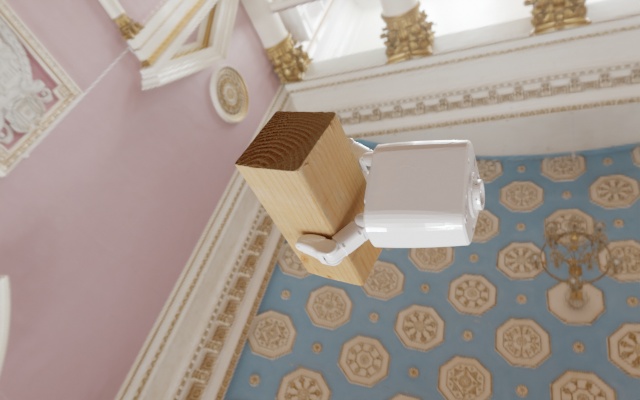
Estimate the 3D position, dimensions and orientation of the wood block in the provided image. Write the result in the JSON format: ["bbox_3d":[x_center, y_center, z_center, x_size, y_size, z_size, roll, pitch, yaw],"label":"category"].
[{"bbox_3d":[0.000,0.002,0.573,0.090,0.090,0.206,9,-37,36],"label":"wood block"}]
